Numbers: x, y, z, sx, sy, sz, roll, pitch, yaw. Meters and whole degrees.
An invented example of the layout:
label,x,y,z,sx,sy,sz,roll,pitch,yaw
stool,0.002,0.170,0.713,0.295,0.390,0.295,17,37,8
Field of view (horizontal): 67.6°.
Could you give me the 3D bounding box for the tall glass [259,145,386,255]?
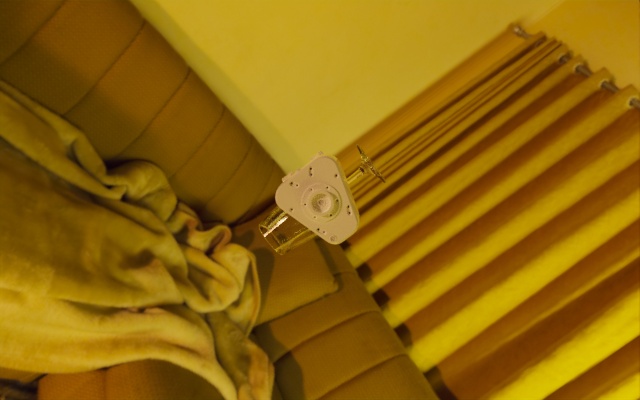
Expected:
label,x,y,z,sx,sy,sz,roll,pitch,yaw
tall glass,0.001,0.002,0.749,0.201,0.079,0.079,-37,-3,4
